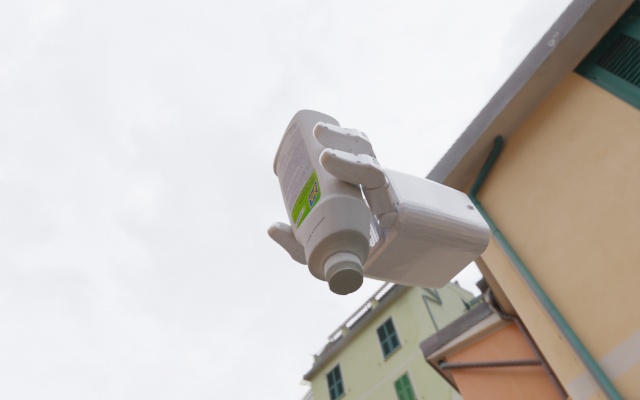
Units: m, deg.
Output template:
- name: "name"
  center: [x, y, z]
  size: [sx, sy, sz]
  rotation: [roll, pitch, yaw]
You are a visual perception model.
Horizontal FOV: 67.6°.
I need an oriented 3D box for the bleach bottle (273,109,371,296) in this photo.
- name: "bleach bottle"
  center: [0.000, 0.001, 0.480]
  size: [0.068, 0.103, 0.250]
  rotation: [14, 30, -18]
